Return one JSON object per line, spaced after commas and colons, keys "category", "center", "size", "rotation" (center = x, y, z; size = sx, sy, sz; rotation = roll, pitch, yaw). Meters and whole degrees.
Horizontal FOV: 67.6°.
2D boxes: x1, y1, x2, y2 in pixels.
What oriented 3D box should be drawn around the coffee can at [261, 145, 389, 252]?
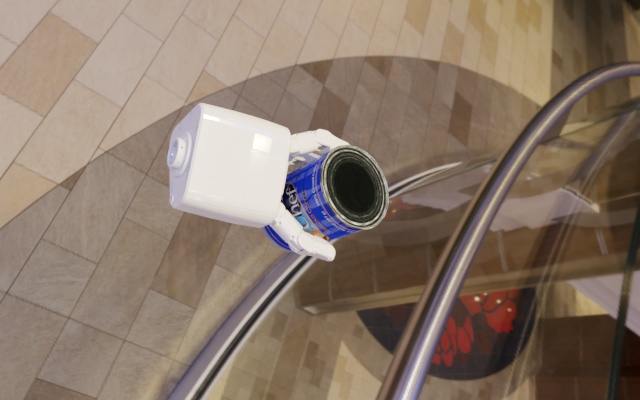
{"category": "coffee can", "center": [0.000, 0.002, 0.600], "size": [0.103, 0.102, 0.140], "rotation": [0, -15, -38]}
